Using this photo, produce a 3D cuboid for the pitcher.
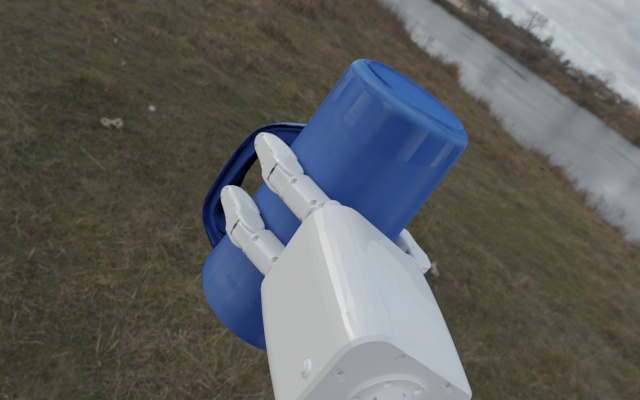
[{"bbox_3d":[0.000,0.001,0.413,0.149,0.243,0.145,24,28,-25],"label":"pitcher"}]
